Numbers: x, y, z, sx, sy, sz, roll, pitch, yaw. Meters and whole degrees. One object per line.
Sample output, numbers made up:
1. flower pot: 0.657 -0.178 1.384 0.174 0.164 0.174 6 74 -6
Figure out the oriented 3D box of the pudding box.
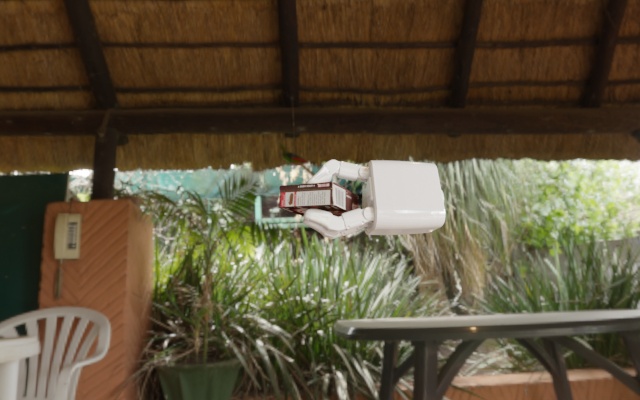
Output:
1. pudding box: 0.000 0.002 0.735 0.090 0.039 0.113 -4 -14 23
